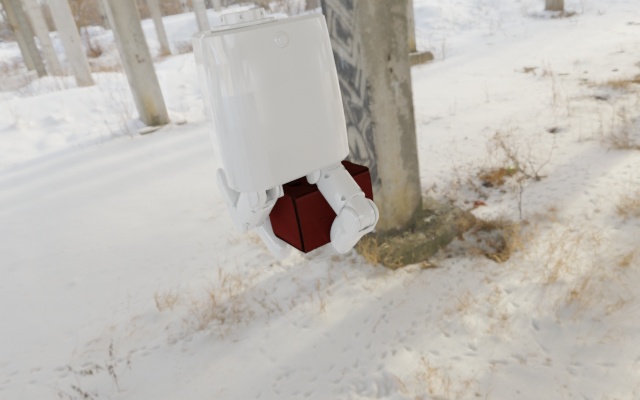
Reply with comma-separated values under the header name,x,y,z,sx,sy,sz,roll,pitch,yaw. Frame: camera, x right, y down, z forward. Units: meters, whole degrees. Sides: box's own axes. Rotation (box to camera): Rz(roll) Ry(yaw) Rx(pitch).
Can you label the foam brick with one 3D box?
name,x,y,z,sx,sy,sz,roll,pitch,yaw
foam brick,0.000,0.001,0.407,0.078,0.051,0.053,-23,26,-29
